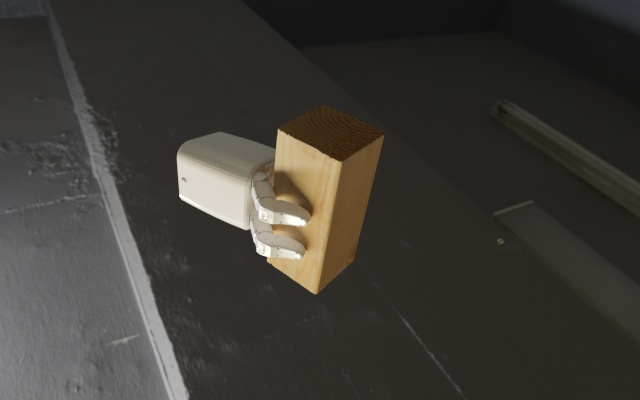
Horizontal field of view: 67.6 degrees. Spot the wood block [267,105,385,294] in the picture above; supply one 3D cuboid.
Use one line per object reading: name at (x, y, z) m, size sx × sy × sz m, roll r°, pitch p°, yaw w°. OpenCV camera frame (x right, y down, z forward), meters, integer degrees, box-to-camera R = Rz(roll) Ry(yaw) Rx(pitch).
wood block at (0.000, 0.002, 0.592) m, size 0.090 × 0.206 × 0.090 m, roll 30°, pitch 43°, yaw 24°
